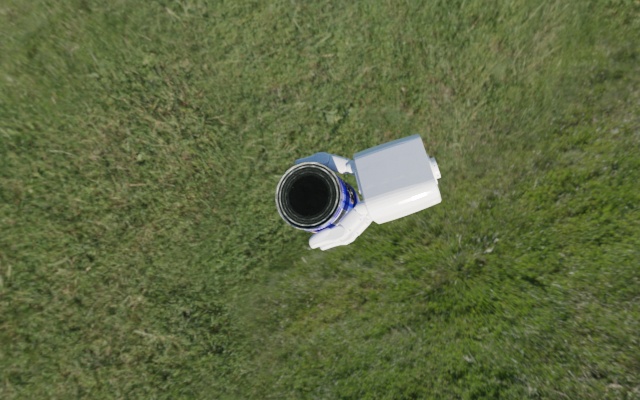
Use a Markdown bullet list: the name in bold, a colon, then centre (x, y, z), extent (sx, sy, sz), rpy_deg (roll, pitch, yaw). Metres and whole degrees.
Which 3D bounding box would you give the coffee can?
- **coffee can**: centre (0.000, 0.003, 0.766), extent (0.103, 0.103, 0.140), rpy_deg (0, -8, 16)
